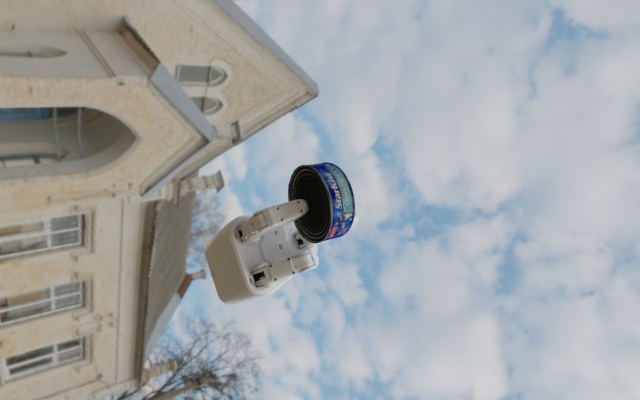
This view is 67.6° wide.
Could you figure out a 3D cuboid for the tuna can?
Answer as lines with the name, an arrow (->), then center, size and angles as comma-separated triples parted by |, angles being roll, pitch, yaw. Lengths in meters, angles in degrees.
tuna can -> 0.001, 0.002, 0.520 | 0.034, 0.086, 0.086 | -11, 6, -32
